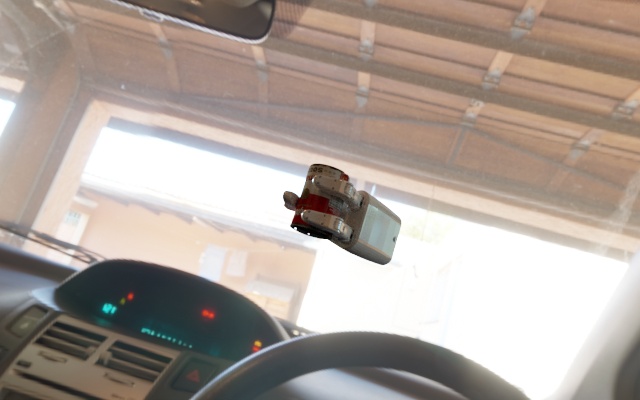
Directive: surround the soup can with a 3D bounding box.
[{"bbox_3d":[0.000,0.002,0.735,0.068,0.102,0.068,17,-13,4],"label":"soup can"}]
